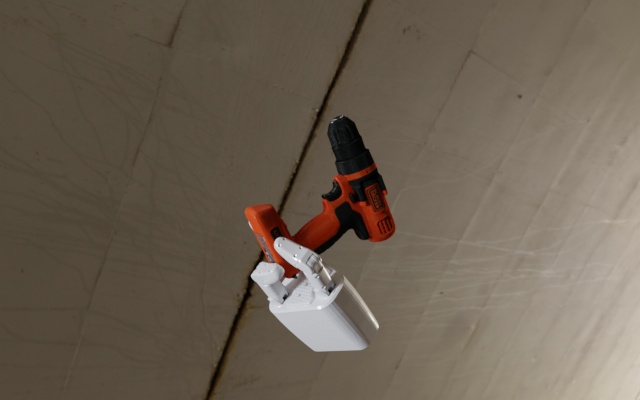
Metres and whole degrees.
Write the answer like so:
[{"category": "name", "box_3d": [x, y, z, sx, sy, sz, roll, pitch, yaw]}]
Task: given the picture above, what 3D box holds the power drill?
[{"category": "power drill", "box_3d": [0.000, 0.003, 0.631, 0.187, 0.184, 0.057, -28, 15, -18]}]
